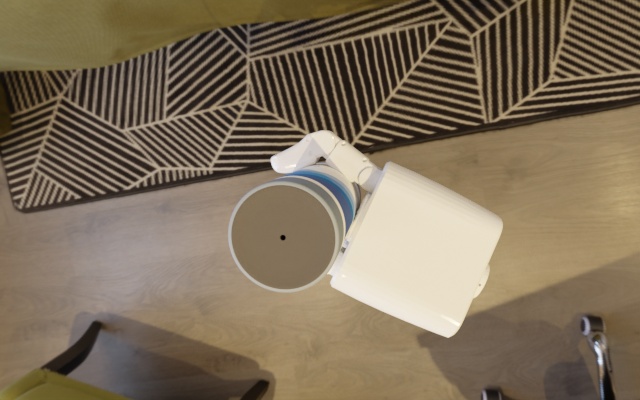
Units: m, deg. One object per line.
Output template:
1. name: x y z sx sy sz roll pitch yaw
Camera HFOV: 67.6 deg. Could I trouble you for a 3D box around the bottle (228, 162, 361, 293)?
1. bottle: 0.000 0.001 0.420 0.069 0.069 0.295 0 8 9
